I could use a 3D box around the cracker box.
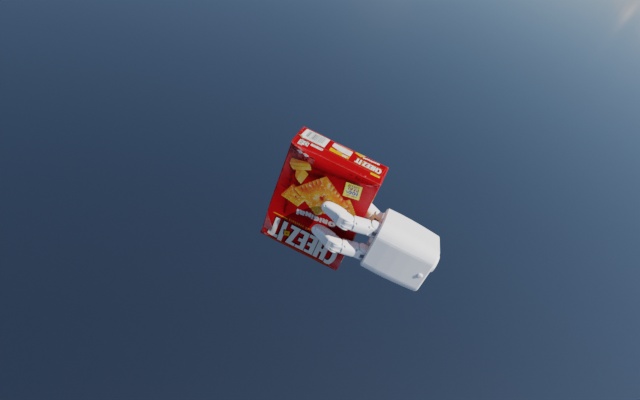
[{"bbox_3d":[0.000,0.003,0.844,0.164,0.214,0.072,27,36,5],"label":"cracker box"}]
